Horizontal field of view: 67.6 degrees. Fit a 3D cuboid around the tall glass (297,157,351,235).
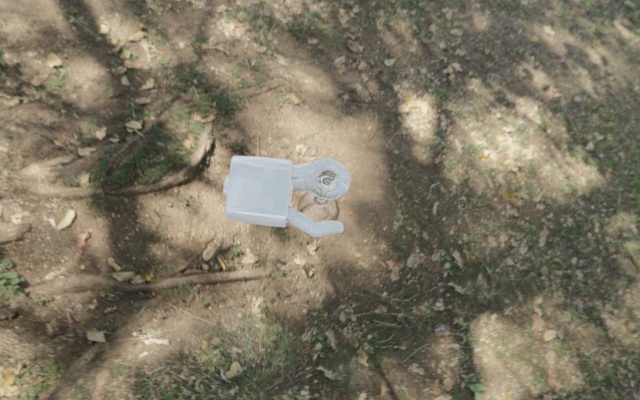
[{"bbox_3d":[0.000,0.003,0.846,0.079,0.079,0.201,0,-23,-7],"label":"tall glass"}]
